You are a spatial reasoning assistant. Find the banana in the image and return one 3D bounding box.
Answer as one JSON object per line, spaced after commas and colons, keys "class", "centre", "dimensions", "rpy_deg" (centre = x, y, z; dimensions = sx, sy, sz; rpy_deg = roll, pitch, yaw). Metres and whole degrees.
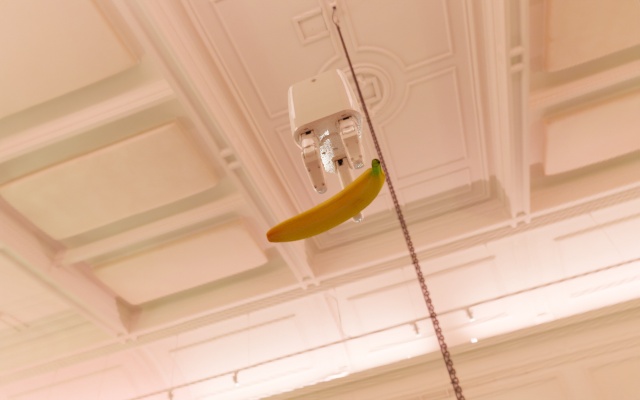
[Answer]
{"class": "banana", "centre": [0.015, 0.007, 0.627], "dimensions": [0.198, 0.037, 0.070], "rpy_deg": [-36, -43, 28]}
